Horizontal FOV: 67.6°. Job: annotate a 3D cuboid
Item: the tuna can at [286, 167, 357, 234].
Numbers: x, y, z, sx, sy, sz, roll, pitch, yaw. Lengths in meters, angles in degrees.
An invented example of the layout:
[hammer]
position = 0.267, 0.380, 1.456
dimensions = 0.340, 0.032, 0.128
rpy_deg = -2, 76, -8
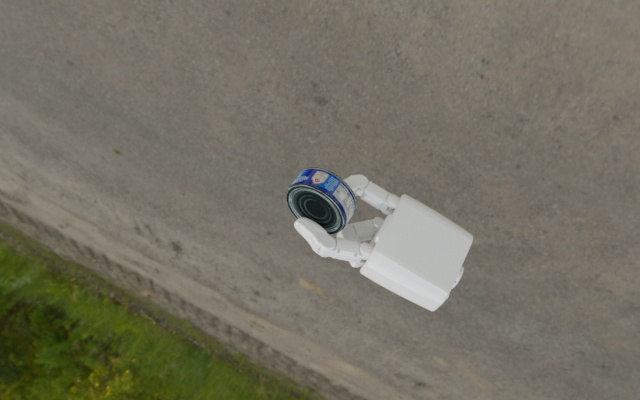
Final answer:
[tuna can]
position = 0.000, 0.002, 0.596
dimensions = 0.086, 0.086, 0.033
rpy_deg = 0, 41, 40
